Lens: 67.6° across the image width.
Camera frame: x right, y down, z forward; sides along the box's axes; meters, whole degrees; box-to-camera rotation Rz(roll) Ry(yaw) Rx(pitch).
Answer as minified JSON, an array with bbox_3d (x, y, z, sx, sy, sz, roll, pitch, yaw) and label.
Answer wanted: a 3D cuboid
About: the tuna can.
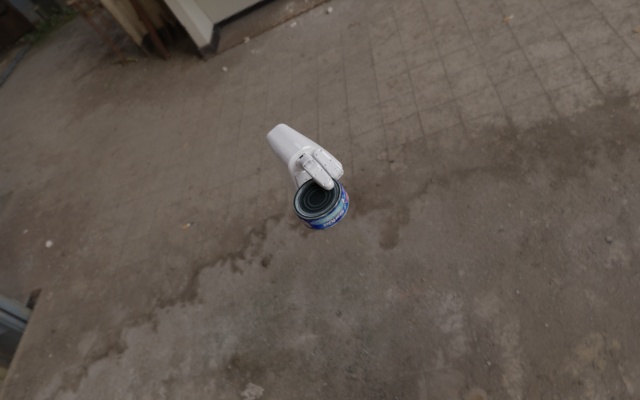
[{"bbox_3d":[0.000,0.002,0.759,0.086,0.086,0.034,0,-33,28],"label":"tuna can"}]
